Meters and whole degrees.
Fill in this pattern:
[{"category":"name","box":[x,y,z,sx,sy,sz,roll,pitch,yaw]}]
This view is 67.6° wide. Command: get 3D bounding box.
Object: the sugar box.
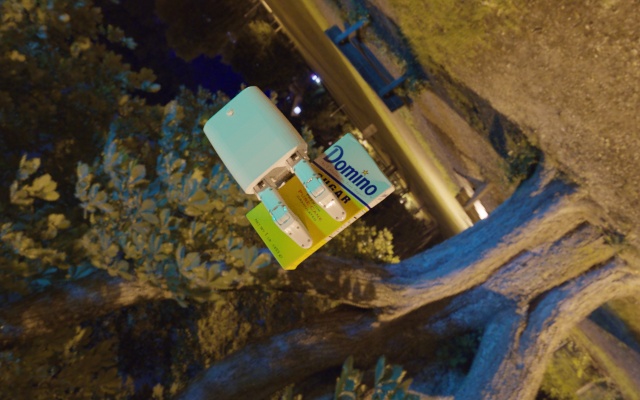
[{"category":"sugar box","box":[0.000,0.002,0.625,0.176,0.093,0.048,-40,-12,8]}]
